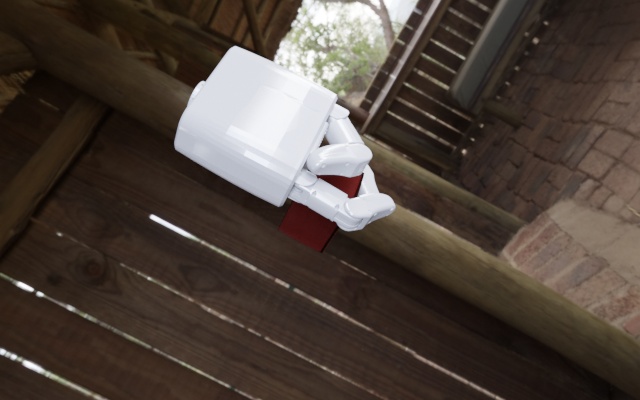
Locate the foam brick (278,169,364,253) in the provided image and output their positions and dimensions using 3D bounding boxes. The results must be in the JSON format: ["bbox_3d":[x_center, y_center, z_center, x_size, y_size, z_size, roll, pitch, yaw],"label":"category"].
[{"bbox_3d":[0.000,0.002,0.464,0.051,0.053,0.078,26,-47,-4],"label":"foam brick"}]
